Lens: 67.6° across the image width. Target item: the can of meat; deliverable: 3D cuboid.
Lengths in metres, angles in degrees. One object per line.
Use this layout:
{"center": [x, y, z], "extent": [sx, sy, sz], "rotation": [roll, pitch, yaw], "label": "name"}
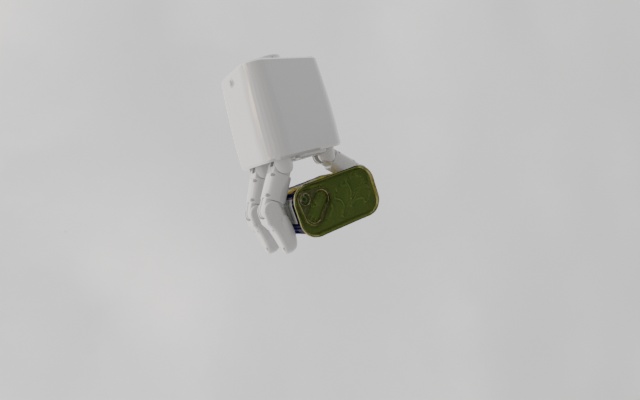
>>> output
{"center": [0.000, 0.002, 0.543], "extent": [0.102, 0.057, 0.084], "rotation": [-22, 8, -27], "label": "can of meat"}
